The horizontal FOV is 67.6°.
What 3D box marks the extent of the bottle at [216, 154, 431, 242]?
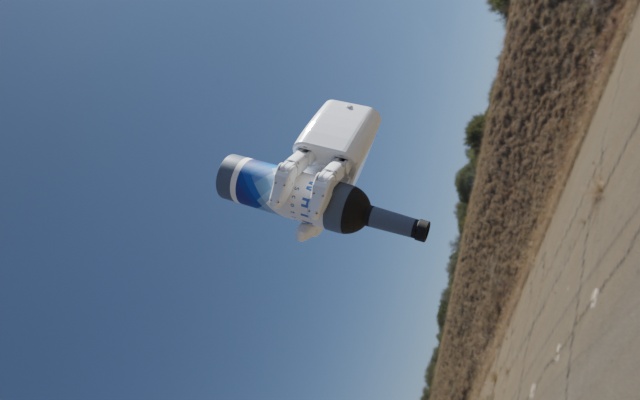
[{"bbox_3d":[0.000,0.002,0.644,0.295,0.069,0.069,16,5,20],"label":"bottle"}]
